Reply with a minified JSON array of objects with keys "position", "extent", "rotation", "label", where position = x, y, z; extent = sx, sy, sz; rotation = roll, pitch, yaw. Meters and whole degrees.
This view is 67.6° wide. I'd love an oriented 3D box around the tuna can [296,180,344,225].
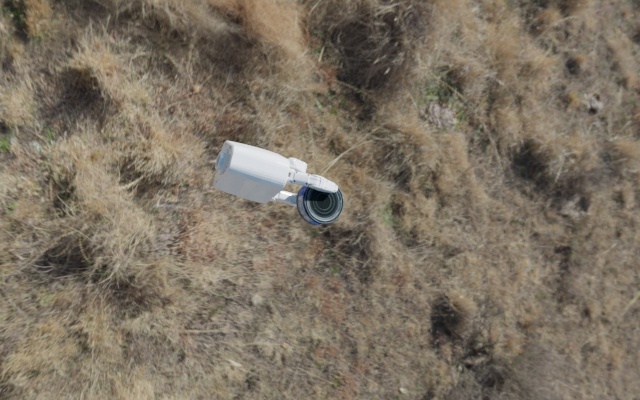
[{"position":[0.000,0.003,0.894],"extent":[0.086,0.086,0.034],"rotation":[0,-5,-28],"label":"tuna can"}]
